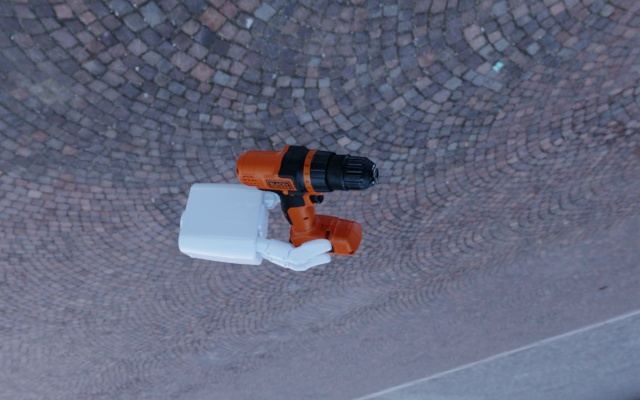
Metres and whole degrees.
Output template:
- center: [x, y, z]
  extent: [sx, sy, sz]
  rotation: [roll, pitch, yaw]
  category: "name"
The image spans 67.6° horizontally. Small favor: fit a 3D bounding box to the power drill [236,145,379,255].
- center: [0.000, 0.002, 0.636]
  extent: [0.184, 0.057, 0.188]
  rotation: [6, -35, 24]
  category: "power drill"
